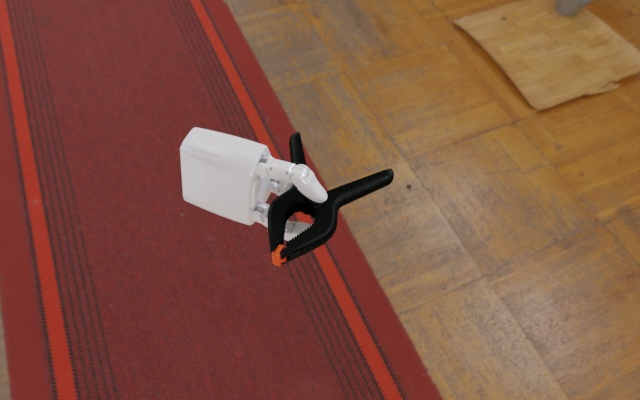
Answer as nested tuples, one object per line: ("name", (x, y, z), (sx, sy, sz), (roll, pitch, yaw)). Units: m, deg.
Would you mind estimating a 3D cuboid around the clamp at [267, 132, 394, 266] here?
("clamp", (0.000, 0.002, 0.650), (0.164, 0.210, 0.036), (17, -33, 11))
